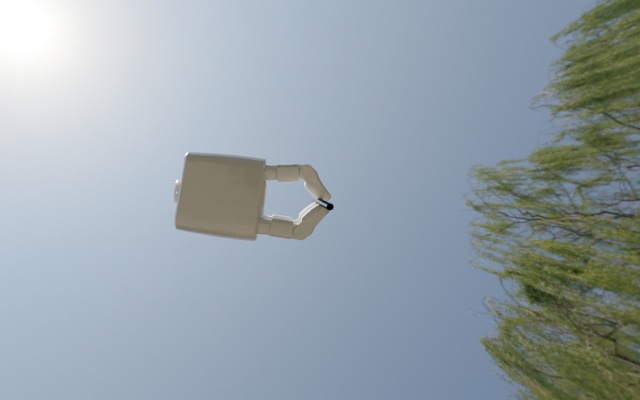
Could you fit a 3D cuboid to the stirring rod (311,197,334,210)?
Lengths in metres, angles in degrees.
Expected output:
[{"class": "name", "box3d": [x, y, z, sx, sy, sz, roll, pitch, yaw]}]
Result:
[{"class": "stirring rod", "box3d": [0.000, 0.002, 0.635, 0.011, 0.011, 0.239, 0, 2, -5]}]
